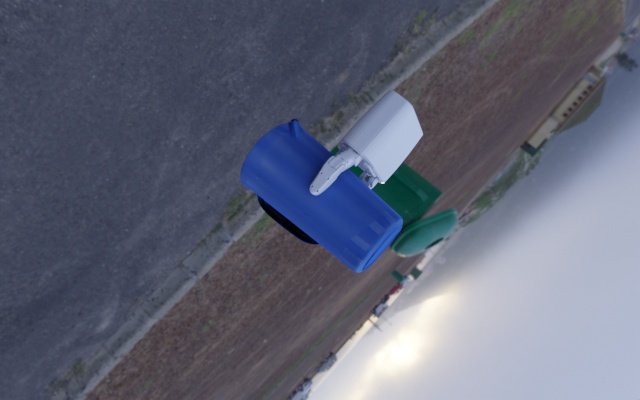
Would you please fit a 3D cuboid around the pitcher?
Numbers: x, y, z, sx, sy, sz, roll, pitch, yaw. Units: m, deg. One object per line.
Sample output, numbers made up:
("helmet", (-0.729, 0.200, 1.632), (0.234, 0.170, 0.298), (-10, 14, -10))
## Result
("pitcher", (0.000, 0.002, 0.746), (0.243, 0.145, 0.149), (41, -3, 14))
